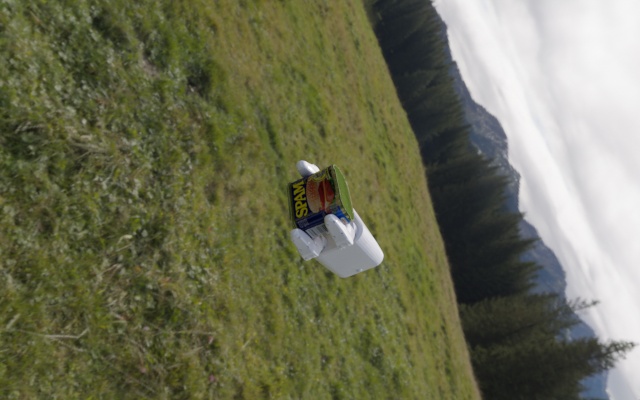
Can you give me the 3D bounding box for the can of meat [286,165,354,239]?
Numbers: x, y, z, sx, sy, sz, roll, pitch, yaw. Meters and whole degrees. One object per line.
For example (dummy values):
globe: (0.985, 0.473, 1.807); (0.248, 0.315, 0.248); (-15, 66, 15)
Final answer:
can of meat: (0.000, 0.002, 0.731); (0.084, 0.102, 0.057); (-23, -42, 16)
